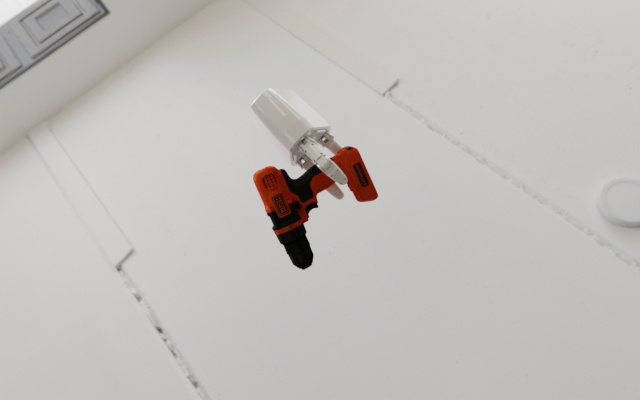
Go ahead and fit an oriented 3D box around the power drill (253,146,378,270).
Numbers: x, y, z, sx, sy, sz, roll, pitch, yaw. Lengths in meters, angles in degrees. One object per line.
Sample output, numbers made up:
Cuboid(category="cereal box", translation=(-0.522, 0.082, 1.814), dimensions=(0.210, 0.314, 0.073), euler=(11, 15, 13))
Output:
Cuboid(category="power drill", translation=(0.000, 0.002, 0.814), dimensions=(0.187, 0.184, 0.057), euler=(-25, 8, -13))
